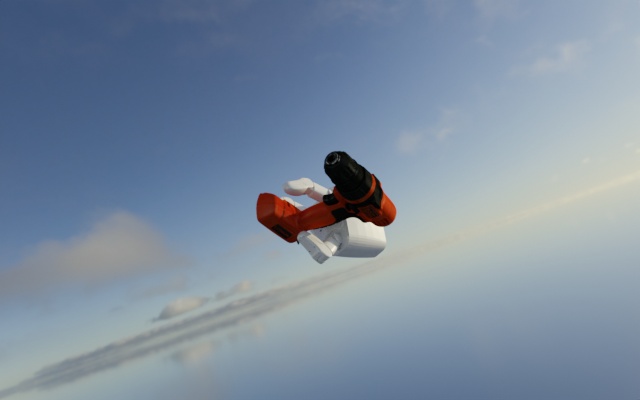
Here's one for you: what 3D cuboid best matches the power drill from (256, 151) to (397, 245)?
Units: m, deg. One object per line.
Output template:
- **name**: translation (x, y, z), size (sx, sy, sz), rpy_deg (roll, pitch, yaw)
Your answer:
- **power drill**: translation (0.000, 0.003, 0.712), size (0.187, 0.057, 0.184), rpy_deg (-14, -35, 26)
